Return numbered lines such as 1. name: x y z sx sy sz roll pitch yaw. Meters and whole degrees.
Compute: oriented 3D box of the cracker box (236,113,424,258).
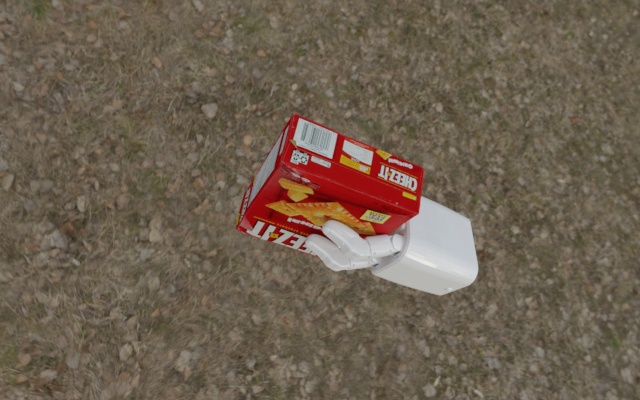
1. cracker box: 0.000 0.002 0.593 0.164 0.072 0.214 20 -29 -14
